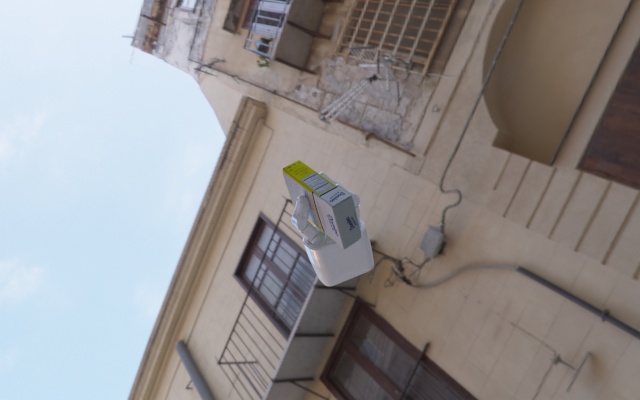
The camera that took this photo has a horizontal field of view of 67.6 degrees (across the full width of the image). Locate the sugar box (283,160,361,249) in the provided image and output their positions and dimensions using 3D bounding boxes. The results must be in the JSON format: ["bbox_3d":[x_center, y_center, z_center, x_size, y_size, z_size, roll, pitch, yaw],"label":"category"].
[{"bbox_3d":[0.001,0.003,0.834,0.048,0.093,0.176,-31,38,-20],"label":"sugar box"}]
